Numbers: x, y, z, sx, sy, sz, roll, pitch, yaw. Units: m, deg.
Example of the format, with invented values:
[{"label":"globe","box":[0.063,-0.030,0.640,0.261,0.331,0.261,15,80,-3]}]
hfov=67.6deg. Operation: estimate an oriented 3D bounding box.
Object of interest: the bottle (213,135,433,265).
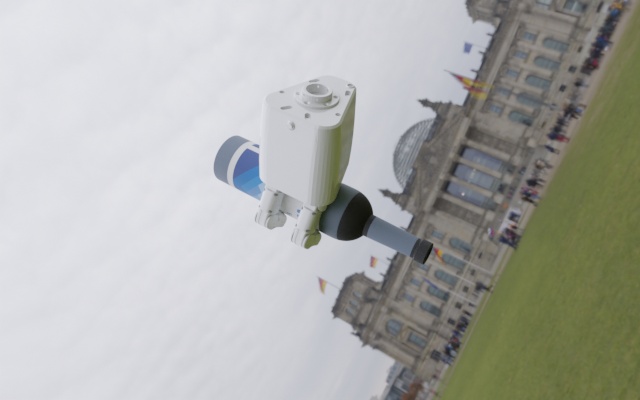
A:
[{"label":"bottle","box":[0.000,0.002,0.600,0.295,0.069,0.069,26,9,20]}]
